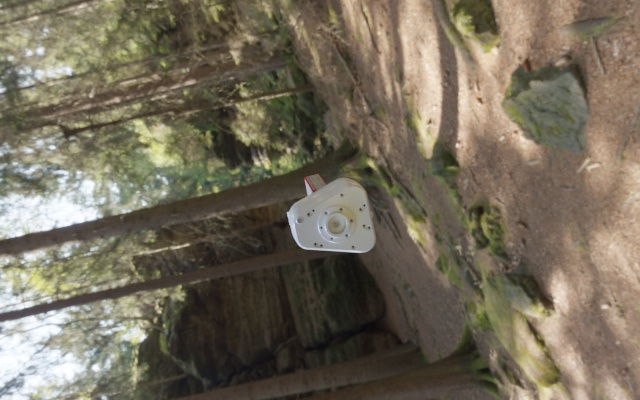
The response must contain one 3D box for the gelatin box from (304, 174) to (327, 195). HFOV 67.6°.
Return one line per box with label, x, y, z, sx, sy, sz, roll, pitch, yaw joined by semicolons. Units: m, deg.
gelatin box;0.000;0.003;0.796;0.030;0.073;0.089;-15;20;-7
